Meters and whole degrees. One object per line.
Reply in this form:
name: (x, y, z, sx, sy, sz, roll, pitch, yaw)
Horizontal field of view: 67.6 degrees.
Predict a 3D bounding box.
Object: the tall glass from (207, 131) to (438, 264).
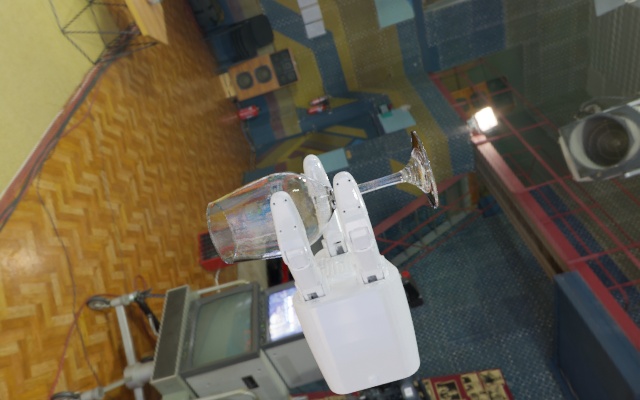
tall glass: (0.001, 0.001, 0.443, 0.201, 0.079, 0.079, -17, -2, 5)
